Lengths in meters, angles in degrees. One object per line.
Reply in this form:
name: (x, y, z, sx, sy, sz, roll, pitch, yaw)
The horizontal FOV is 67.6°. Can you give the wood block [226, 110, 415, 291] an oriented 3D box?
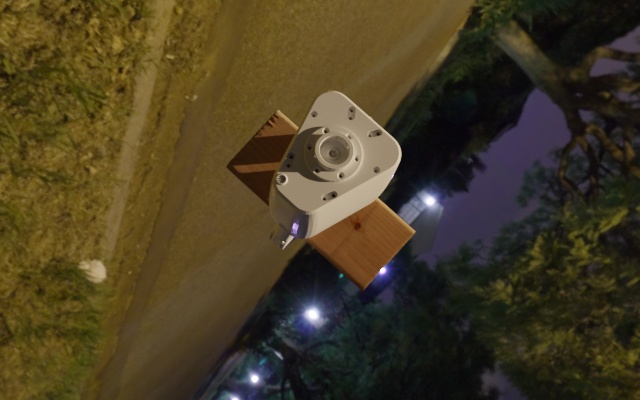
wood block: (0.000, 0.002, 0.570, 0.206, 0.091, 0.090, 42, -3, 5)
